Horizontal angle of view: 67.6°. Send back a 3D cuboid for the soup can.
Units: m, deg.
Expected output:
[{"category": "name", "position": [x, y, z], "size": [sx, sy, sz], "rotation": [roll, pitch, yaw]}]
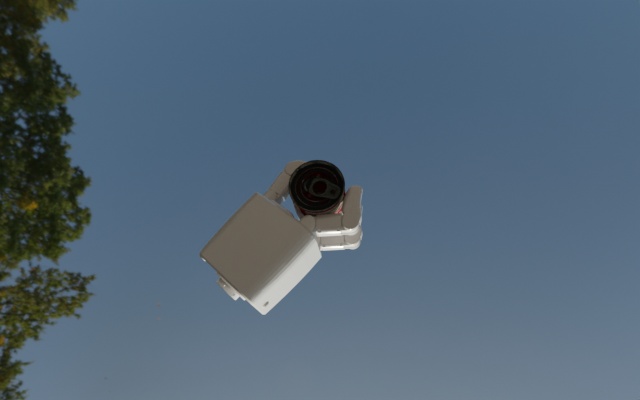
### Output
[{"category": "soup can", "position": [0.000, 0.002, 0.611], "size": [0.068, 0.068, 0.102], "rotation": [0, -24, 6]}]
